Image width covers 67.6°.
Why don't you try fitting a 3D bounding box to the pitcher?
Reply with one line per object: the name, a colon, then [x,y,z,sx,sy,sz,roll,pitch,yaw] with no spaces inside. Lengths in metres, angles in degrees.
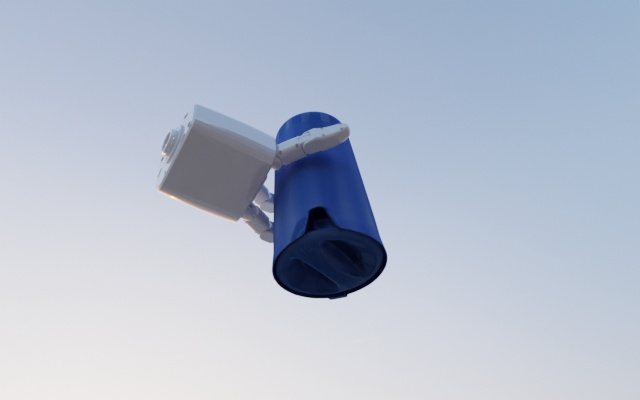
pitcher: [0.000,0.002,0.632,0.145,0.242,0.149,22,-51,-28]
